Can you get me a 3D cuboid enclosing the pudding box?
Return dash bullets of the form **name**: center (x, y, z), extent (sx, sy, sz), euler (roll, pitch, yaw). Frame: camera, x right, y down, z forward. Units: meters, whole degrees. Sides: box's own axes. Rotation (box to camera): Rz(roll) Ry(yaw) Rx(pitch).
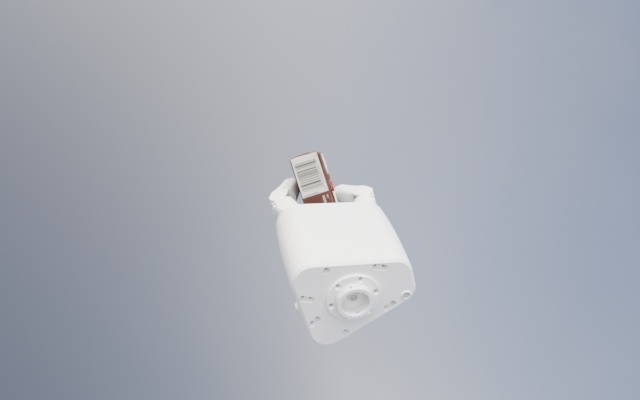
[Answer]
- **pudding box**: center (0.000, 0.002, 0.566), extent (0.039, 0.113, 0.090), euler (-16, 0, 1)
